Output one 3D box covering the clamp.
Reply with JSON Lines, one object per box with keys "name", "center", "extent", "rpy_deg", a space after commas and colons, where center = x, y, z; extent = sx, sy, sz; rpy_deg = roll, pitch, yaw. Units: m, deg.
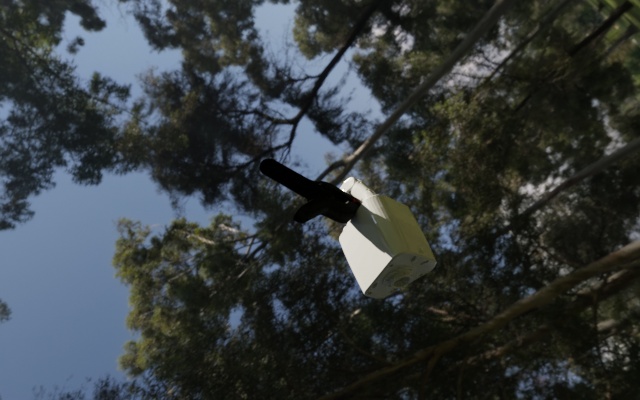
{"name": "clamp", "center": [0.000, 0.003, 0.672], "extent": [0.171, 0.039, 0.120], "rpy_deg": [17, 34, -37]}
